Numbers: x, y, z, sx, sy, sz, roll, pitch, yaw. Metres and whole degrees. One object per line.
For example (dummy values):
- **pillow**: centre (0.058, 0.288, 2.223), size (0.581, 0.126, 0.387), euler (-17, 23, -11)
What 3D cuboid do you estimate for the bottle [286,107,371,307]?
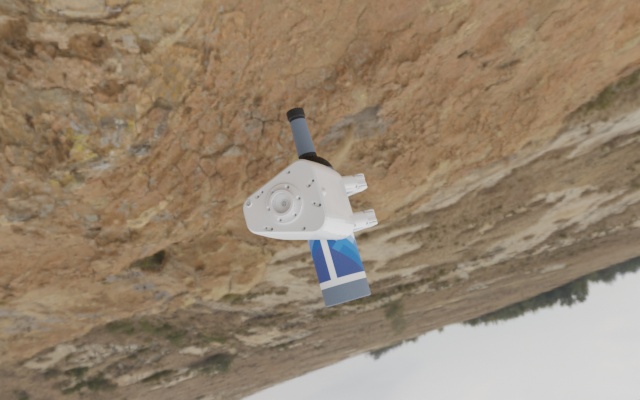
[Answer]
- **bottle**: centre (0.000, 0.003, 0.701), size (0.069, 0.295, 0.069), euler (-15, -11, -3)
